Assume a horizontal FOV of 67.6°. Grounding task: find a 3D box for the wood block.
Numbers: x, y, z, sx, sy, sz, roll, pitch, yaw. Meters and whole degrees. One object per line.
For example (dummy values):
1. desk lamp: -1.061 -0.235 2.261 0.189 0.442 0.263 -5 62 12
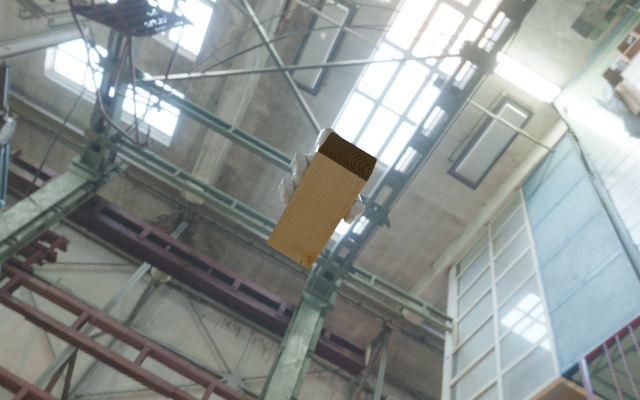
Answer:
1. wood block: 0.000 0.003 0.802 0.091 0.206 0.090 31 33 0
